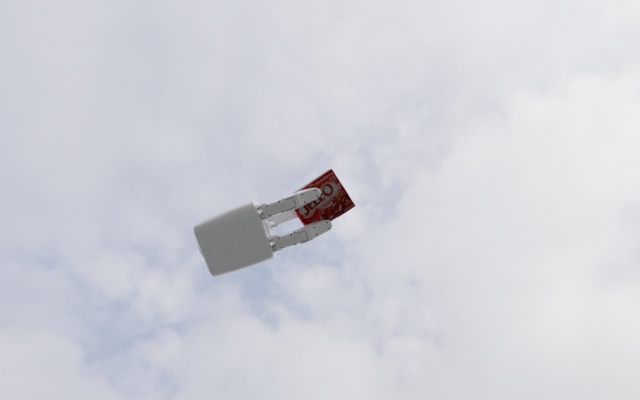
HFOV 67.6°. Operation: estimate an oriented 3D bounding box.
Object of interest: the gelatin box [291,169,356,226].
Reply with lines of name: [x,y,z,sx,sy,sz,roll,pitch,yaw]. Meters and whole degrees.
gelatin box: [0.000,0.002,0.773,0.089,0.073,0.030,-34,8,-5]
